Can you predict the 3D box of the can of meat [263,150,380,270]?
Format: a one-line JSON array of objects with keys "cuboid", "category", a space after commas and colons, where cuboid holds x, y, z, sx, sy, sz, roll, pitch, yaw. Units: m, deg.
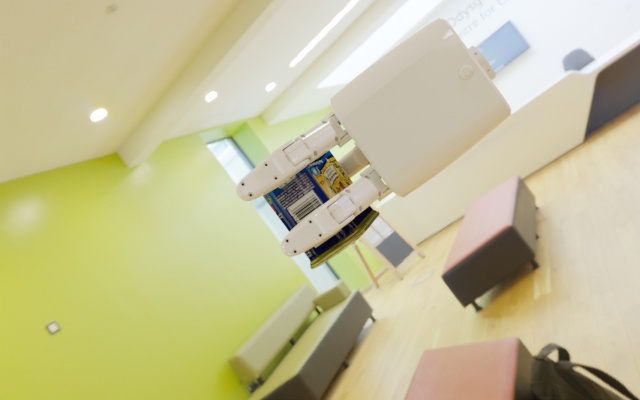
[{"cuboid": [0.000, 0.001, 0.422, 0.057, 0.084, 0.102, -36, -1, 20], "category": "can of meat"}]
